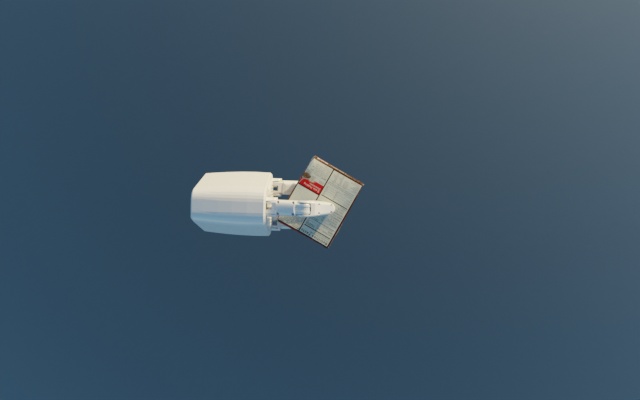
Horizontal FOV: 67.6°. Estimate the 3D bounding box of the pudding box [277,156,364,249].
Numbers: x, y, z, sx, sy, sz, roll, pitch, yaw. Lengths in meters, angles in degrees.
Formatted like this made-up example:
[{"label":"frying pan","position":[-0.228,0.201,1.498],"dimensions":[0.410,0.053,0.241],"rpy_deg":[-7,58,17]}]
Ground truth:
[{"label":"pudding box","position":[0.000,0.002,0.718],"dimensions":[0.090,0.113,0.039],"rpy_deg":[30,3,0]}]
